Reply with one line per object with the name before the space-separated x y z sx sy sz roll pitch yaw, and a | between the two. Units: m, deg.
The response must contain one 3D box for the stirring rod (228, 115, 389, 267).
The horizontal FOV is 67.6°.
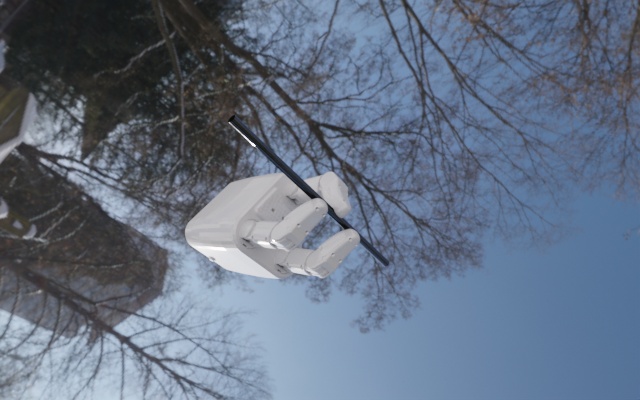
stirring rod | 0.000 0.001 0.455 0.011 0.011 0.240 0 -34 46
